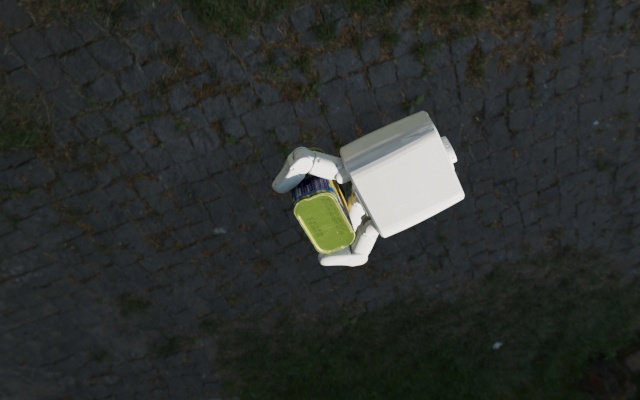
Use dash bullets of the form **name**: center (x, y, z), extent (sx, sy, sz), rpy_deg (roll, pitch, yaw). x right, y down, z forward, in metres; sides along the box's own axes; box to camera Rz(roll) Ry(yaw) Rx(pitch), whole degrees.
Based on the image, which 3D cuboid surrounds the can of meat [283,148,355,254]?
- **can of meat**: center (0.000, 0.002, 0.577), extent (0.057, 0.102, 0.084), rpy_deg (-23, 40, 8)
